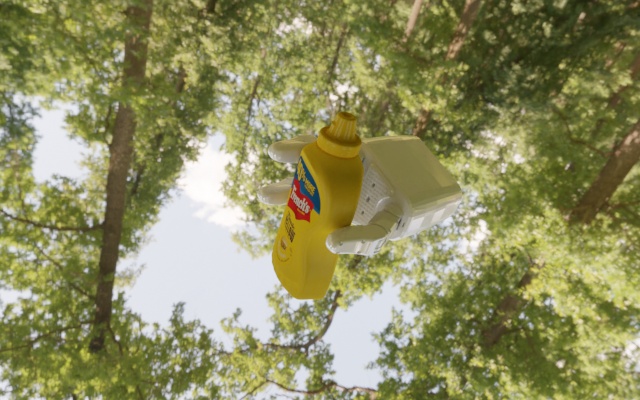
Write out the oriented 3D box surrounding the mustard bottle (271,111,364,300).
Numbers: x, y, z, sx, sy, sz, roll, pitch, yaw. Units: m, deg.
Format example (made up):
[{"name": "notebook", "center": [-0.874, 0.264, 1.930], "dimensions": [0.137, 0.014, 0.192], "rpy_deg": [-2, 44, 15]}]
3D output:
[{"name": "mustard bottle", "center": [0.000, 0.002, 0.479], "dimensions": [0.058, 0.192, 0.096], "rpy_deg": [4, 34, -22]}]
